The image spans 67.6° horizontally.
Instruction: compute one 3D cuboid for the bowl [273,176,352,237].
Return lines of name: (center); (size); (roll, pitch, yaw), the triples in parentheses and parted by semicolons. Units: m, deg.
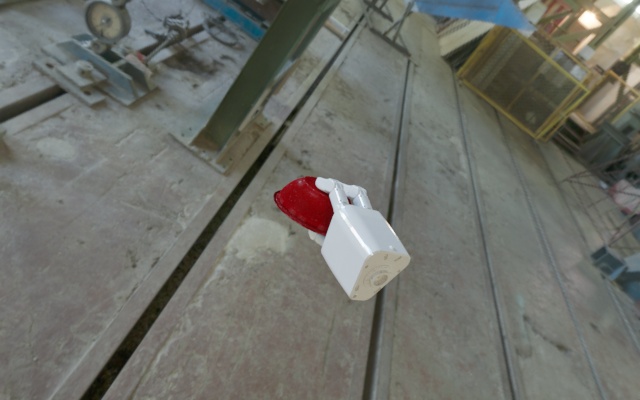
bowl: (-0.001, 0.002, 0.849); (0.162, 0.055, 0.162); (25, 17, -8)
